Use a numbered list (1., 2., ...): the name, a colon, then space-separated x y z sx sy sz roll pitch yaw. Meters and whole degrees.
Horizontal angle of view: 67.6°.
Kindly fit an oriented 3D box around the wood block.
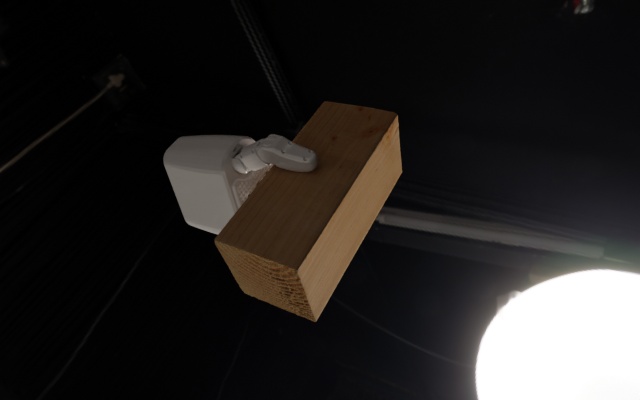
1. wood block: 0.000 0.001 0.483 0.090 0.206 0.091 16 -36 27
